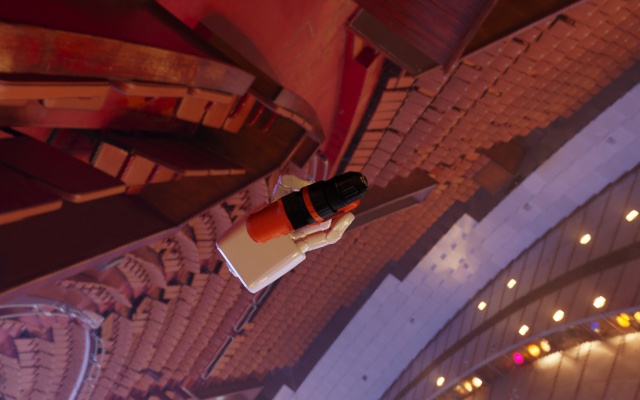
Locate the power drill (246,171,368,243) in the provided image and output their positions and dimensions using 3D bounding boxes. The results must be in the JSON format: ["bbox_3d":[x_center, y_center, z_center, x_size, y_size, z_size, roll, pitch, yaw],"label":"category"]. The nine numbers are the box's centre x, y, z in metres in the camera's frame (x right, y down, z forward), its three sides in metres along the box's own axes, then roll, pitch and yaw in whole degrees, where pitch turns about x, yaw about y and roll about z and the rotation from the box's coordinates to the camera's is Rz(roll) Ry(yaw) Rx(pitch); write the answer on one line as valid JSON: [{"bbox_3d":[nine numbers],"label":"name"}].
[{"bbox_3d":[0.000,0.002,0.716,0.184,0.057,0.187,-22,-4,18],"label":"power drill"}]
